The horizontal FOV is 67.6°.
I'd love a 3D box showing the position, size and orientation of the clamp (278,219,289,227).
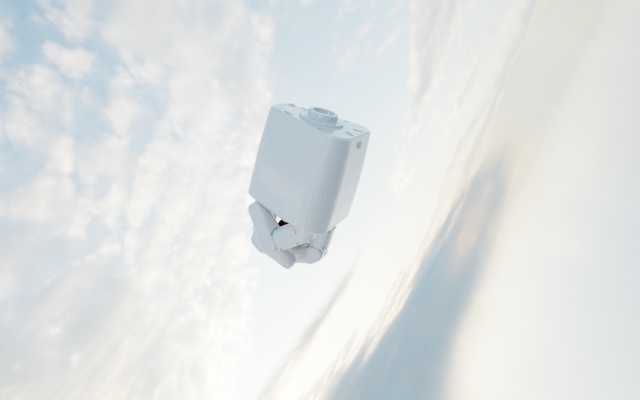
[{"bbox_3d":[-0.001,0.002,0.625,0.039,0.120,0.171,24,23,17],"label":"clamp"}]
